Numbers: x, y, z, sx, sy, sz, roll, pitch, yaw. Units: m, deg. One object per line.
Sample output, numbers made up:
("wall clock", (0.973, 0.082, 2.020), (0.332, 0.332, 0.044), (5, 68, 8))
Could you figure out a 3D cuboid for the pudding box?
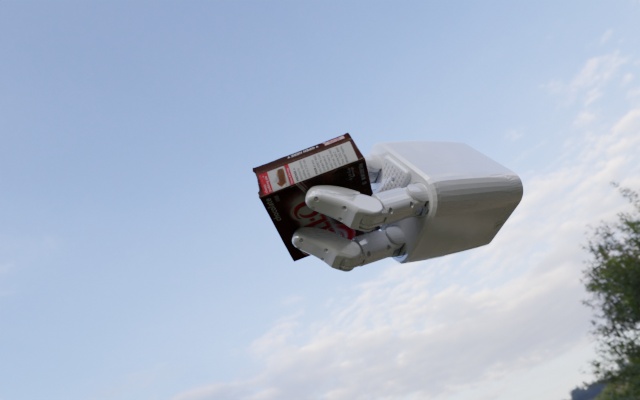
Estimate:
("pudding box", (0.000, 0.001, 0.425), (0.090, 0.039, 0.114), (-21, -39, -1))
